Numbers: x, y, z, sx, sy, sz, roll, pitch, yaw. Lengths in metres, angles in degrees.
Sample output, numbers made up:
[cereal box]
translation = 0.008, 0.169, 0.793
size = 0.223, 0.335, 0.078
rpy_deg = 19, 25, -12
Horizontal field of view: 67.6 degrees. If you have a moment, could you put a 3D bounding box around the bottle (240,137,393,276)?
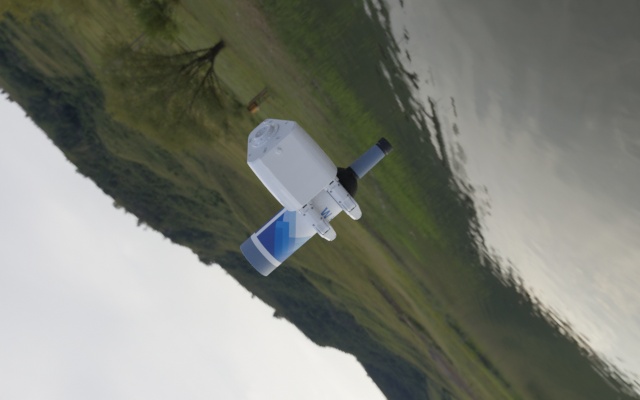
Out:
[bottle]
translation = 0.000, 0.003, 0.786
size = 0.296, 0.069, 0.069
rpy_deg = -41, 0, 0
